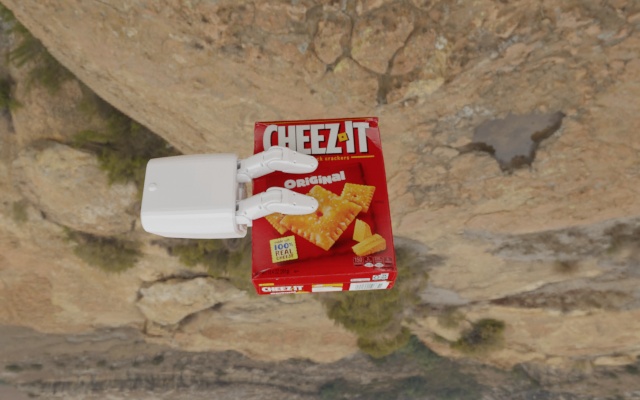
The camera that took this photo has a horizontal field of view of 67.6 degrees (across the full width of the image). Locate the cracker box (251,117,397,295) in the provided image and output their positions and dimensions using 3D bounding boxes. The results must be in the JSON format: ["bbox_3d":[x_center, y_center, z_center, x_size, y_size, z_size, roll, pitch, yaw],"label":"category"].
[{"bbox_3d":[0.000,0.002,0.590,0.164,0.213,0.072,-2,-26,-1],"label":"cracker box"}]
